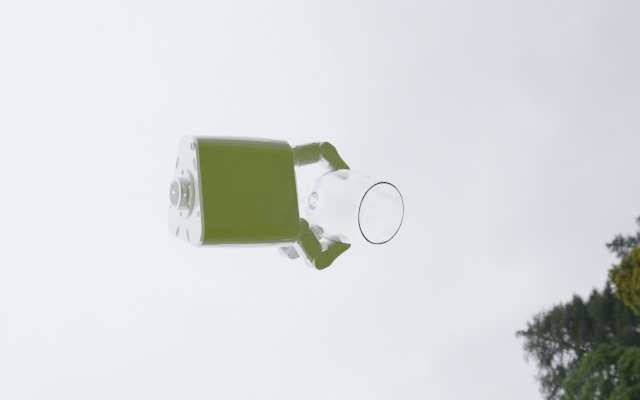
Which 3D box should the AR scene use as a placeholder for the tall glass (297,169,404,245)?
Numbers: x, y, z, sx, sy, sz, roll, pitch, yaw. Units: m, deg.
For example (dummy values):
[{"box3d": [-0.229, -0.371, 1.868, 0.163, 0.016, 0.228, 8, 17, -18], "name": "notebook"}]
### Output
[{"box3d": [0.000, 0.002, 0.539, 0.079, 0.079, 0.201, 0, 6, -37], "name": "tall glass"}]
